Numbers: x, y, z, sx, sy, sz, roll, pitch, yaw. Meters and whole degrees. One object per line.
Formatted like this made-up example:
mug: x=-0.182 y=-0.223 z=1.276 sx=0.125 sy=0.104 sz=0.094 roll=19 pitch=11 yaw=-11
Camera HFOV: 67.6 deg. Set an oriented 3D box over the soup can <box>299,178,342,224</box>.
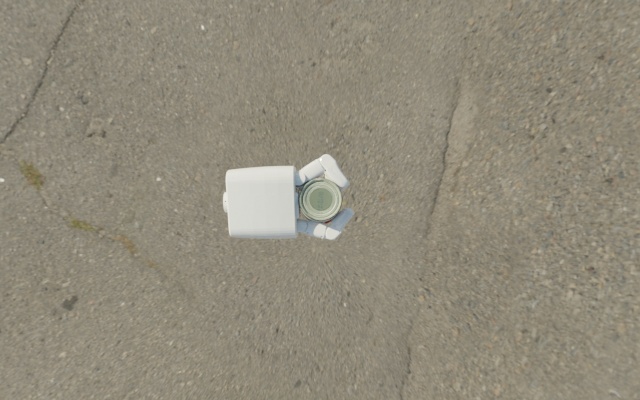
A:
soup can: x=0.001 y=0.003 z=0.770 sx=0.068 sy=0.068 sz=0.102 roll=0 pitch=-5 yaw=0
